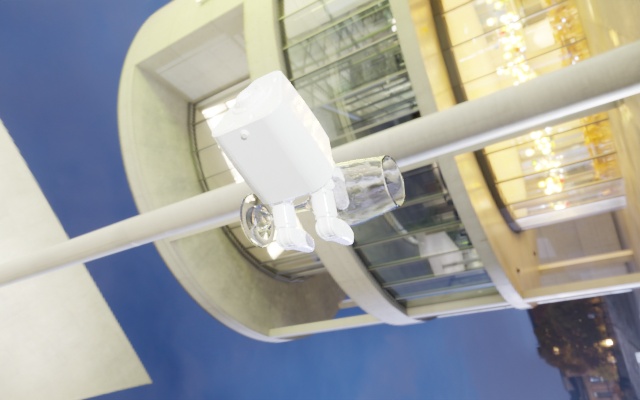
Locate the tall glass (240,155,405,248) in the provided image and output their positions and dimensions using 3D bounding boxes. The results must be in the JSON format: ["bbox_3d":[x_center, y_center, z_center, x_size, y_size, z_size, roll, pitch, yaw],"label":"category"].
[{"bbox_3d":[0.000,0.002,0.592,0.201,0.079,0.079,-16,-8,28],"label":"tall glass"}]
